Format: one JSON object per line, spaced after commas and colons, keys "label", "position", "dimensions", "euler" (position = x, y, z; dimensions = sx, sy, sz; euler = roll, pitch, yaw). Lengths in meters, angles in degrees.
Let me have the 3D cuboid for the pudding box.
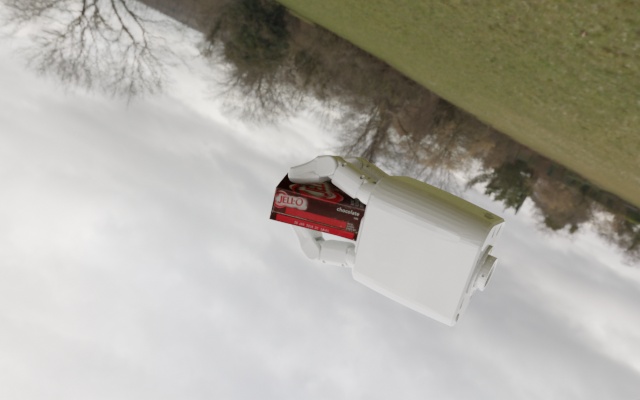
{"label": "pudding box", "position": [0.000, 0.002, 0.504], "dimensions": [0.090, 0.039, 0.113], "euler": [15, 11, 0]}
